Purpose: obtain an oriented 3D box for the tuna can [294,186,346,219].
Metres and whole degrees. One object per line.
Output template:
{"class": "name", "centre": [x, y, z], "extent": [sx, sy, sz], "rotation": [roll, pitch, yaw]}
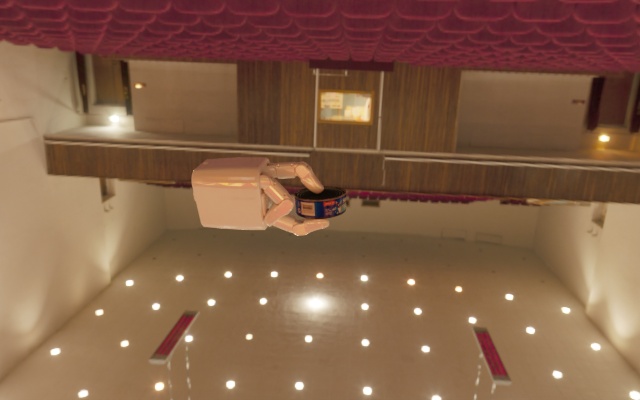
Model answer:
{"class": "tuna can", "centre": [0.000, 0.003, 0.791], "extent": [0.086, 0.034, 0.086], "rotation": [-3, 16, 1]}
